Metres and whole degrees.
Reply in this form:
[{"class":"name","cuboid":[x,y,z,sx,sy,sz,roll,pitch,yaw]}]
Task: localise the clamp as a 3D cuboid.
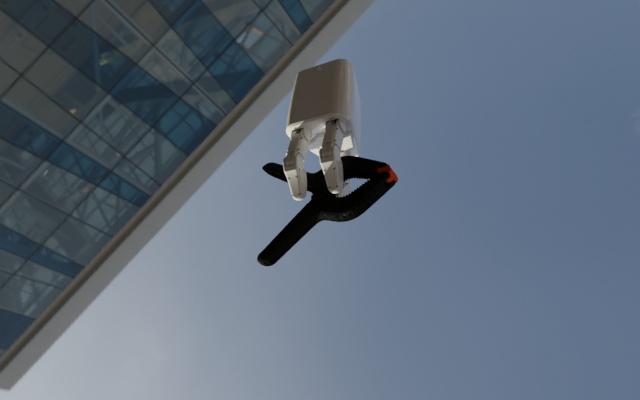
[{"class":"clamp","cuboid":[0.001,0.002,0.640,0.210,0.164,0.036,-11,-31,27]}]
